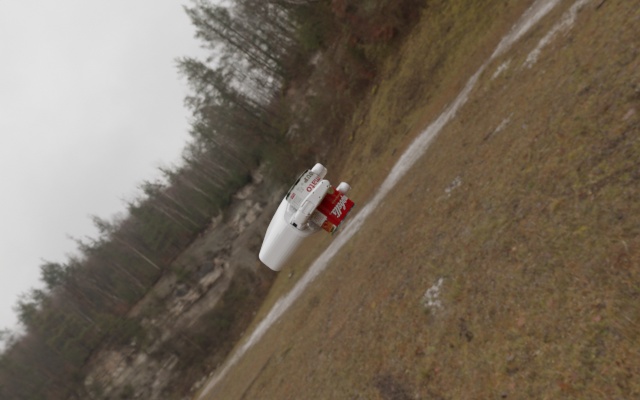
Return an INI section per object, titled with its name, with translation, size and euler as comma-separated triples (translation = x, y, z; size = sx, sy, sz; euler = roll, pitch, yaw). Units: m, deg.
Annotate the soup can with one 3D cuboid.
[soup can]
translation = 0.000, 0.002, 0.806
size = 0.102, 0.068, 0.068
euler = 37, 2, 2
